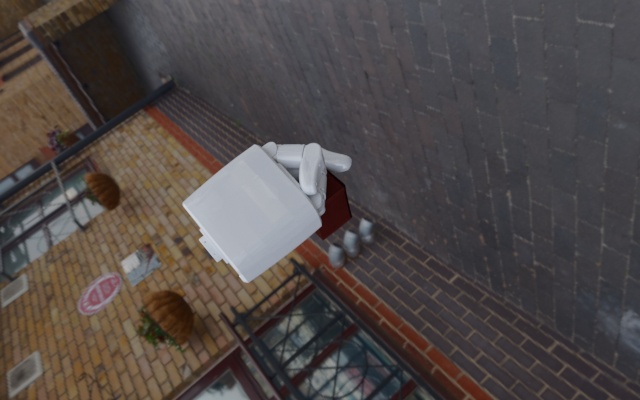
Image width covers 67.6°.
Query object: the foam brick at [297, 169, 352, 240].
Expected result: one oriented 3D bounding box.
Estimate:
[{"bbox_3d":[0.000,0.002,0.595,0.053,0.051,0.078,42,-16,31],"label":"foam brick"}]
